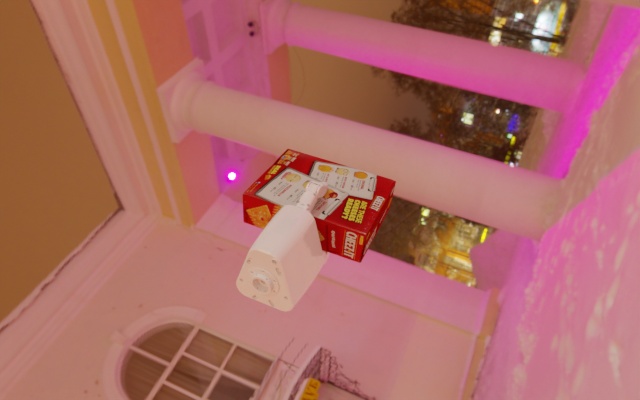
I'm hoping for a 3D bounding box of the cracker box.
[{"bbox_3d":[0.000,0.002,0.815,0.213,0.072,0.164,18,39,16],"label":"cracker box"}]
